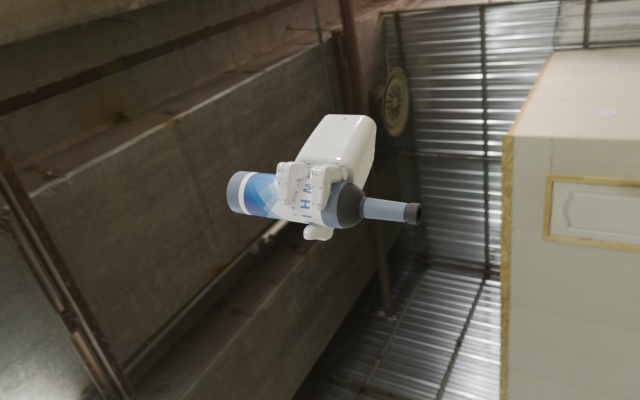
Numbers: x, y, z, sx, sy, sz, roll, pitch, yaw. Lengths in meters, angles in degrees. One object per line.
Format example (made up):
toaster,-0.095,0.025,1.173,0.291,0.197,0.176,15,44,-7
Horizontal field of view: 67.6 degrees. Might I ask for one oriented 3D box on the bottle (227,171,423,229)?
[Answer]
bottle,0.000,0.002,0.685,0.295,0.069,0.069,7,3,29
